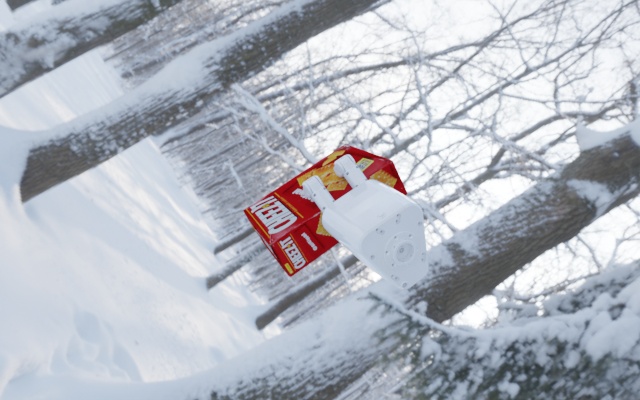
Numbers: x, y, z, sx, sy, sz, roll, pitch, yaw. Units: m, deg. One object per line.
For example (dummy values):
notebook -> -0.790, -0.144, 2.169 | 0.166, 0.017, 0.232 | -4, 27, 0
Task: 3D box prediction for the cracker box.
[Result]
cracker box -> 0.000, 0.002, 0.742 | 0.213, 0.072, 0.164 | -34, 25, -10
